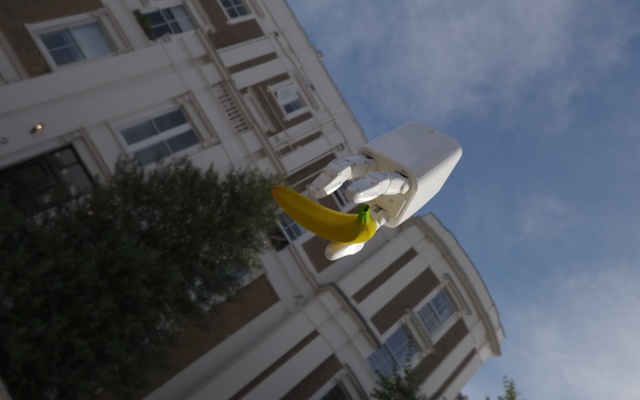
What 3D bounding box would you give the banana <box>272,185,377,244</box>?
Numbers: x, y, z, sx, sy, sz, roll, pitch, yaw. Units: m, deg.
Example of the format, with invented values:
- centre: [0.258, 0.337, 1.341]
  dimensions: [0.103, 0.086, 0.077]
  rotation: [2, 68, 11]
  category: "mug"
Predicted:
- centre: [0.008, 0.019, 0.599]
  dimensions: [0.037, 0.070, 0.198]
  rotation: [-33, 25, -30]
  category: "banana"
